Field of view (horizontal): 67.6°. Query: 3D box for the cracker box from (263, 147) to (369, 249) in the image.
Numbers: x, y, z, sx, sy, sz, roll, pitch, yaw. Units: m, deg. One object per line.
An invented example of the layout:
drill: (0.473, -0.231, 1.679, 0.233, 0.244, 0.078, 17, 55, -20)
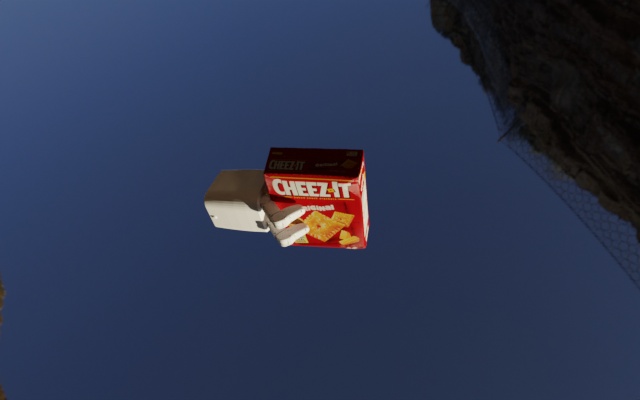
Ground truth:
cracker box: (0.000, 0.003, 0.869, 0.164, 0.072, 0.214, 2, -38, 11)
